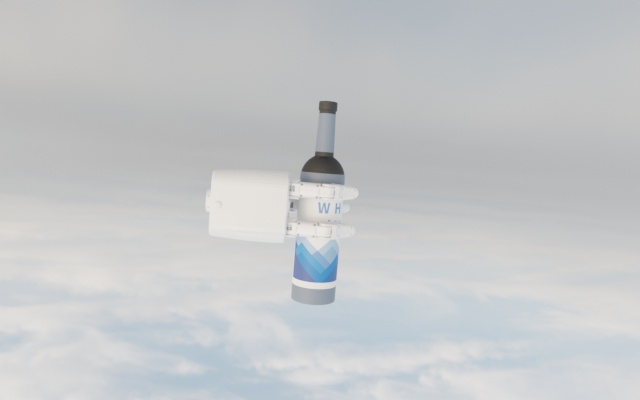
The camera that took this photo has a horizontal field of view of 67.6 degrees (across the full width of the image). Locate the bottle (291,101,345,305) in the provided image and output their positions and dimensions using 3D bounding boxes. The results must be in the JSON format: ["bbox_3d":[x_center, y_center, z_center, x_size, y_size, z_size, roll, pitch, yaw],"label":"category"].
[{"bbox_3d":[0.000,0.003,0.710,0.069,0.296,0.069,5,5,0],"label":"bottle"}]
